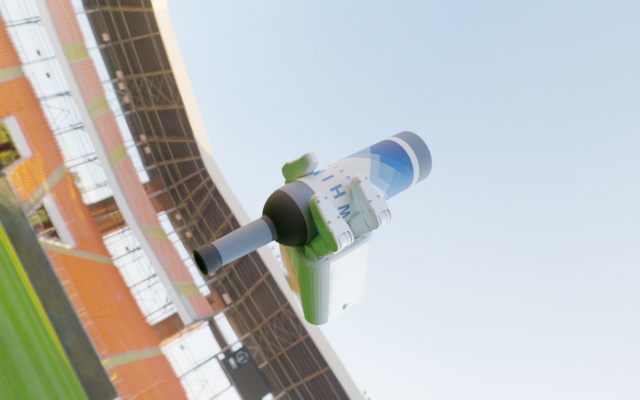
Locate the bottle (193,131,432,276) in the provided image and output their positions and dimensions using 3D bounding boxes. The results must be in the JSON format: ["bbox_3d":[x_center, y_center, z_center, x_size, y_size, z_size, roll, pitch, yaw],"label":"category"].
[{"bbox_3d":[0.000,0.002,0.523,0.295,0.069,0.069,-27,14,-30],"label":"bottle"}]
